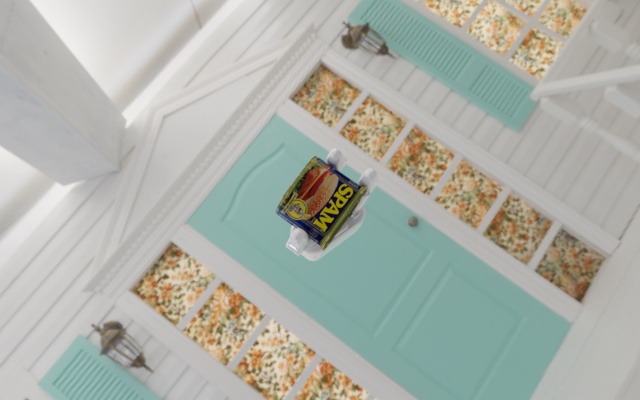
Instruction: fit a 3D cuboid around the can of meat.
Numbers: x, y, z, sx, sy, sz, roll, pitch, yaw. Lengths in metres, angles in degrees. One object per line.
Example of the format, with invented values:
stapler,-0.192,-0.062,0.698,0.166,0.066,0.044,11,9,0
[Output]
can of meat,0.000,0.002,0.650,0.084,0.102,0.057,35,-9,9
